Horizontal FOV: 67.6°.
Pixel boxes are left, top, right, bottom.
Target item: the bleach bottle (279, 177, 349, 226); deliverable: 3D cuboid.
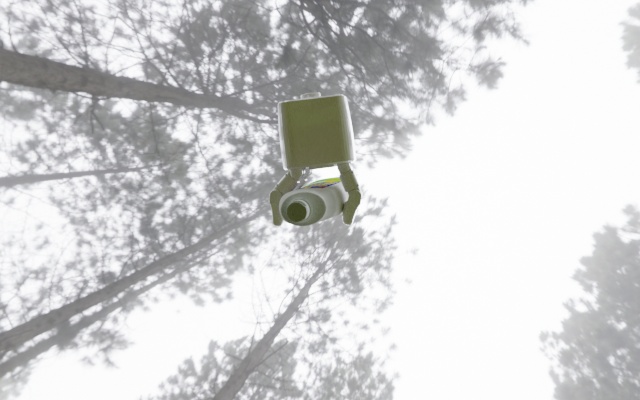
[{"bbox_3d":[0.000,0.003,0.774,0.102,0.068,0.251,-6,5,12],"label":"bleach bottle"}]
